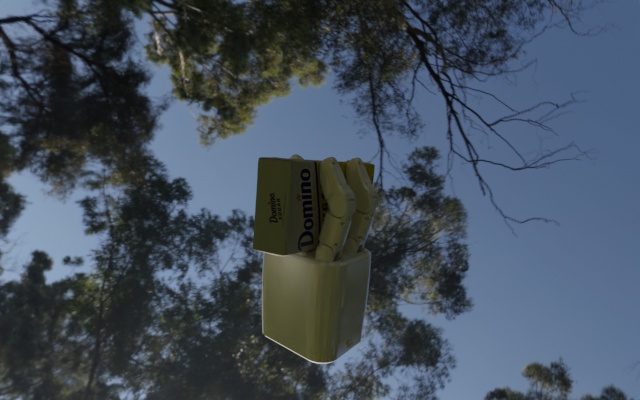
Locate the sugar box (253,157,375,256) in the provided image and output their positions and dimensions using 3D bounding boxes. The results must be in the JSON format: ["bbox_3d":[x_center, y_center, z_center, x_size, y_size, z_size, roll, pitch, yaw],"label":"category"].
[{"bbox_3d":[0.001,0.002,0.520,0.048,0.093,0.176,8,8,29],"label":"sugar box"}]
